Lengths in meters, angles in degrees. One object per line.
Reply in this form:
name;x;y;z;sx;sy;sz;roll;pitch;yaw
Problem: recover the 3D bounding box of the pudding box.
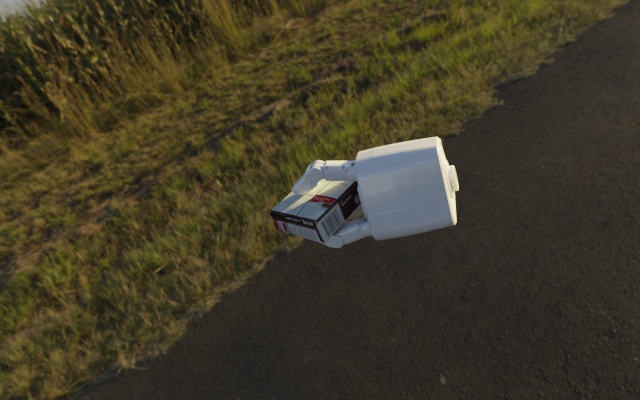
pudding box;0.000;0.002;0.655;0.090;0.039;0.113;10;42;42
